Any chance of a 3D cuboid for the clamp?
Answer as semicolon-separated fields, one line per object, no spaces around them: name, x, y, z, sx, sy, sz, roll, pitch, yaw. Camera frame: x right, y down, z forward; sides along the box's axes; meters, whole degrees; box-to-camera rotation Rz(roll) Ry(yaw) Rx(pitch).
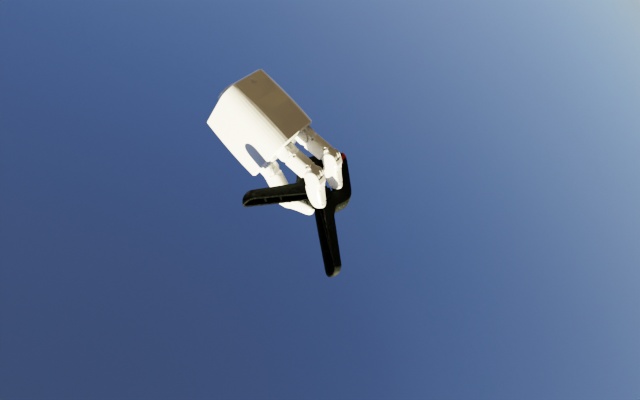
clamp;0.000;0.002;0.700;0.036;0.164;0.210;-39;7;43
